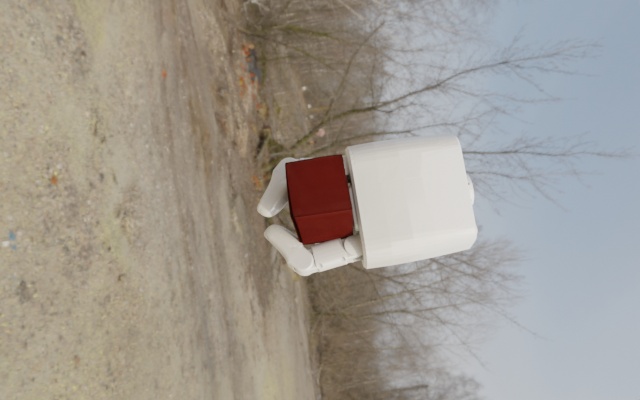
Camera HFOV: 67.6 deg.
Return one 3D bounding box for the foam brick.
[{"bbox_3d":[0.000,0.001,0.428,0.051,0.053,0.078,-9,-23,1],"label":"foam brick"}]
